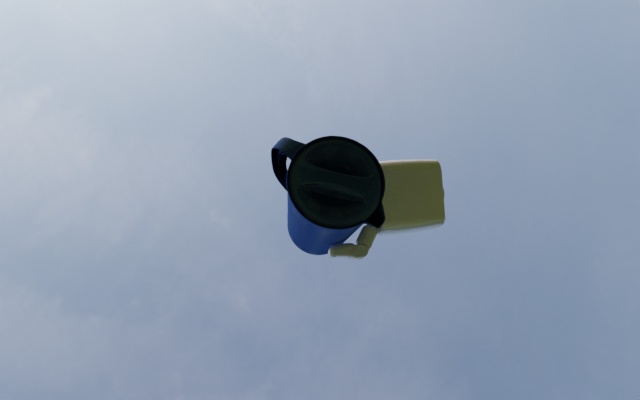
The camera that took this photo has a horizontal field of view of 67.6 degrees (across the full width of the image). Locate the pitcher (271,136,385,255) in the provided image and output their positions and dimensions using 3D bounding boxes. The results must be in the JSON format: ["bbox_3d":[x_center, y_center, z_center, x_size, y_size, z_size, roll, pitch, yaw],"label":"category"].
[{"bbox_3d":[0.000,0.002,0.741,0.145,0.149,0.243,-5,-17,-9],"label":"pitcher"}]
